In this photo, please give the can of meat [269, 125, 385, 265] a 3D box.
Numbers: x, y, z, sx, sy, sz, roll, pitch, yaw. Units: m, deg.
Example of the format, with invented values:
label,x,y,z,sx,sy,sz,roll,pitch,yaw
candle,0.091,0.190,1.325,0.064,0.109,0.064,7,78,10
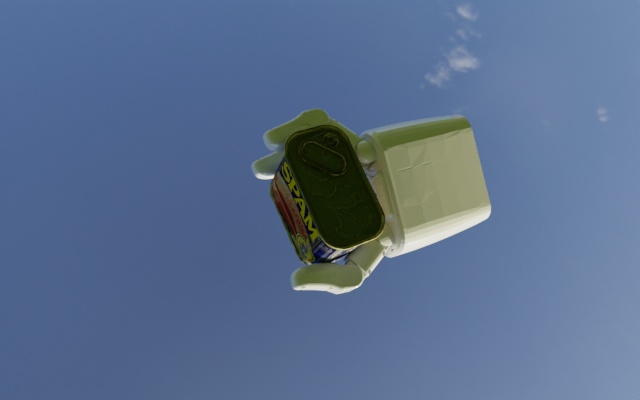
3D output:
label,x,y,z,sx,sy,sz,roll,pitch,yaw
can of meat,0.000,0.002,0.406,0.057,0.102,0.084,-19,-13,-22
